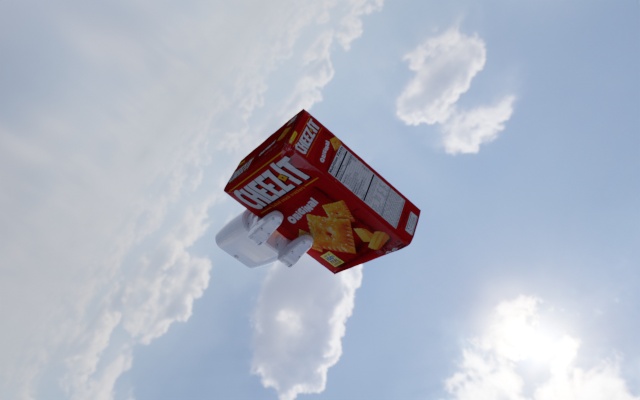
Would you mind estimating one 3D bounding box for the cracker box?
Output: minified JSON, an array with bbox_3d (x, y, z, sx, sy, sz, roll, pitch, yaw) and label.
[{"bbox_3d":[0.000,0.002,0.645,0.214,0.072,0.164,38,-39,-19],"label":"cracker box"}]
